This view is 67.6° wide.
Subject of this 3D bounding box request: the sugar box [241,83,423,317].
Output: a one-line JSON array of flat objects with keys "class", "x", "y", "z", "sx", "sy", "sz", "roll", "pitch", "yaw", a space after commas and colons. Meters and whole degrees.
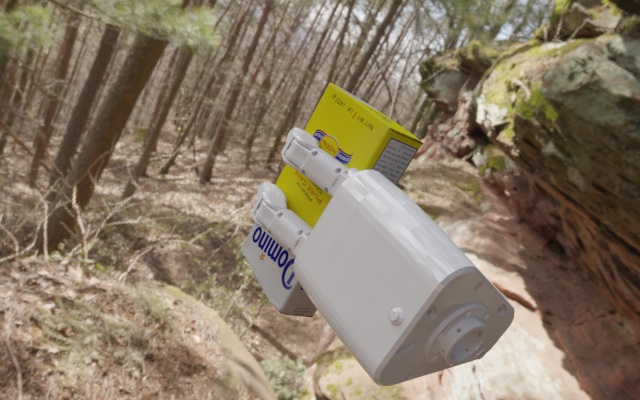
[{"class": "sugar box", "x": 0.000, "y": 0.001, "z": 0.401, "sx": 0.048, "sy": 0.176, "sz": 0.093, "roll": 18, "pitch": 21, "yaw": -40}]
